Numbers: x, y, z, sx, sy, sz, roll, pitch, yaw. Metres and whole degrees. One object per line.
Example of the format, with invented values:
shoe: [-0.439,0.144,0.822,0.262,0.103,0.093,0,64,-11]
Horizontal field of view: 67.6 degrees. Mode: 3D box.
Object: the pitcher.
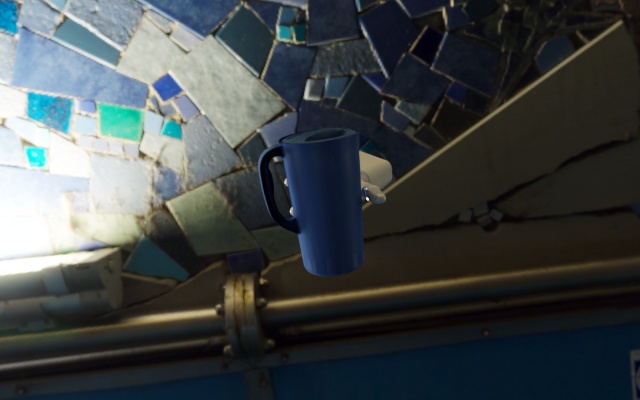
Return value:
pitcher: [0.000,0.003,0.812,0.149,0.243,0.145,3,19,31]
